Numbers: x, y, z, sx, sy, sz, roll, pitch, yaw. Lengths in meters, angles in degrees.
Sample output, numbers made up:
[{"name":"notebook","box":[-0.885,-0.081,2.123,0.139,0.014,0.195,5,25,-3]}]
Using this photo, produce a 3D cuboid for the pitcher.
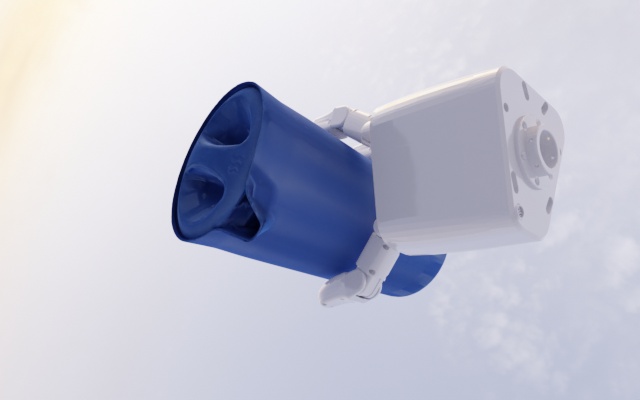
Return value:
[{"name":"pitcher","box":[0.000,0.001,0.438,0.243,0.149,0.145,25,-24,-35]}]
